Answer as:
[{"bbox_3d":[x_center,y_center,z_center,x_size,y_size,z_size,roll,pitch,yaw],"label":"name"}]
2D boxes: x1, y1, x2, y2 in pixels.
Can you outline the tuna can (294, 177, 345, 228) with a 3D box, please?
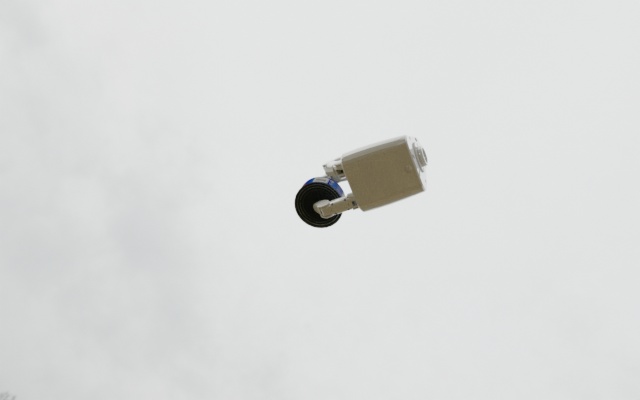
[{"bbox_3d":[0.000,0.003,0.828,0.086,0.086,0.033,0,23,14],"label":"tuna can"}]
